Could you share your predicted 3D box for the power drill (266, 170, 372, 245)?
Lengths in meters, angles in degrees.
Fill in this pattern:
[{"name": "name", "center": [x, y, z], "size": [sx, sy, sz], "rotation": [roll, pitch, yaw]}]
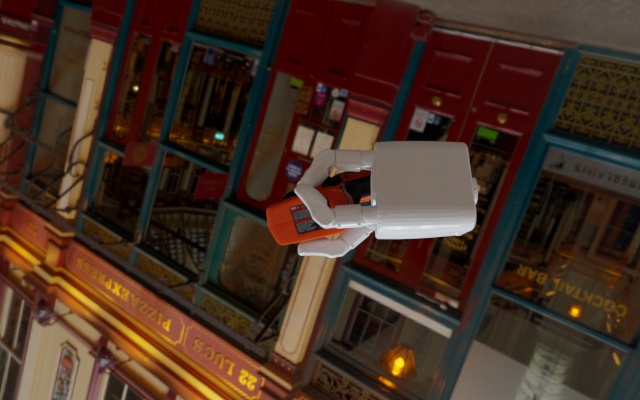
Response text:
[{"name": "power drill", "center": [0.000, 0.002, 0.648], "size": [0.184, 0.057, 0.187], "rotation": [-17, 8, 23]}]
